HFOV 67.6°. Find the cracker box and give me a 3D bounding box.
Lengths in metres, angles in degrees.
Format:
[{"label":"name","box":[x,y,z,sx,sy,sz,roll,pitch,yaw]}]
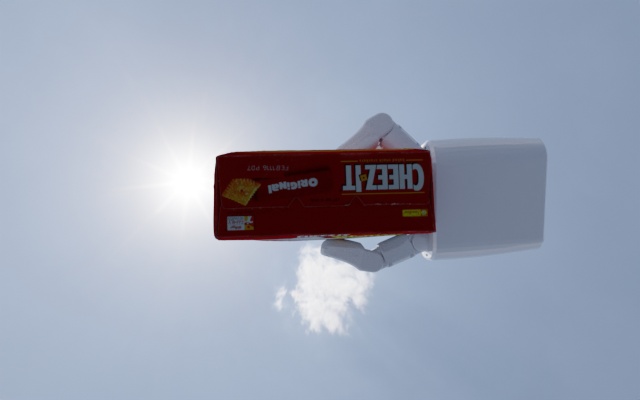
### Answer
[{"label":"cracker box","box":[0.000,0.002,0.452,0.164,0.072,0.214,-2,-5,-2]}]
